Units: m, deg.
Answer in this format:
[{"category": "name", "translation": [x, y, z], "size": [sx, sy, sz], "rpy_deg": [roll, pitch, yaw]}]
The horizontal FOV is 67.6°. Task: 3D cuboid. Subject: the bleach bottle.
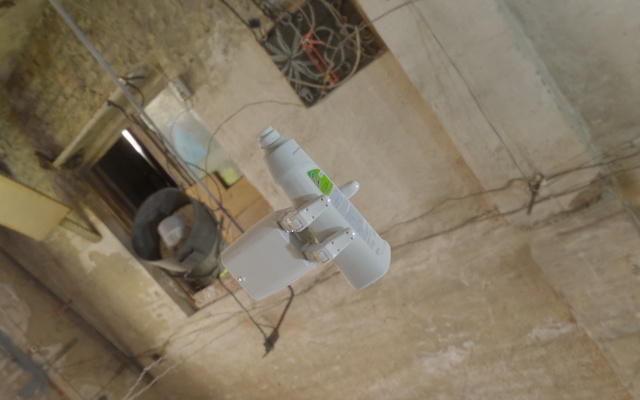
[{"category": "bleach bottle", "translation": [0.000, 0.002, 0.668], "size": [0.068, 0.251, 0.102], "rpy_deg": [-35, 11, 18]}]
